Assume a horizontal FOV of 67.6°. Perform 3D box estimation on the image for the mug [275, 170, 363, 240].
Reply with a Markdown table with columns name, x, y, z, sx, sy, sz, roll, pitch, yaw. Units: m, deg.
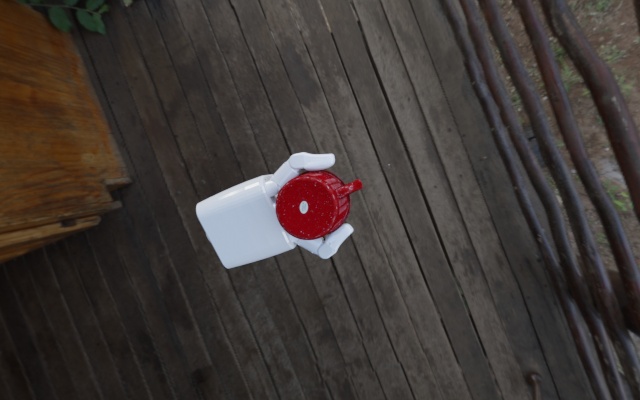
| name | x | y | z | sx | sy | sz | roll | pitch | yaw |
| --- | --- | --- | --- | --- | --- | --- | --- | --- | --- |
| mug | 0.001 | 0.002 | 0.620 | 0.117 | 0.093 | 0.081 | -21 | 1 | 11 |
